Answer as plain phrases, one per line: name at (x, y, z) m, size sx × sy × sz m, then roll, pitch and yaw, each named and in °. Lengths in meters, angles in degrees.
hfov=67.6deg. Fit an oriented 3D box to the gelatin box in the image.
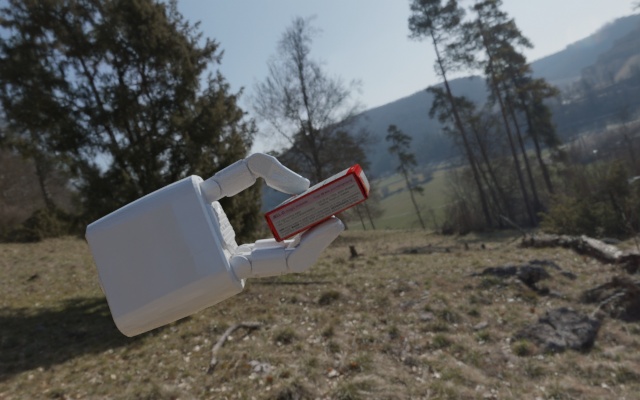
gelatin box at (0.000, 0.001, 0.433) m, size 0.089 × 0.030 × 0.073 m, roll -27°, pitch 4°, yaw 10°
